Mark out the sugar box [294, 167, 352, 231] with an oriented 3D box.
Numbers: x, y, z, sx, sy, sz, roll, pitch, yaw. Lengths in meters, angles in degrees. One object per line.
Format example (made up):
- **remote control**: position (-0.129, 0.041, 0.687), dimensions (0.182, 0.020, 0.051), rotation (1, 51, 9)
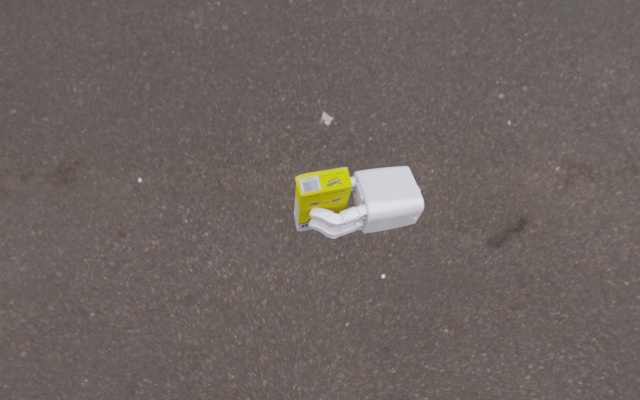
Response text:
- **sugar box**: position (0.000, 0.003, 0.880), dimensions (0.093, 0.048, 0.176), rotation (-10, -25, -8)
